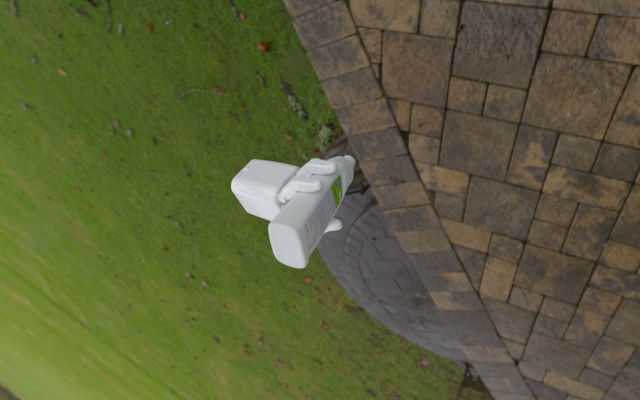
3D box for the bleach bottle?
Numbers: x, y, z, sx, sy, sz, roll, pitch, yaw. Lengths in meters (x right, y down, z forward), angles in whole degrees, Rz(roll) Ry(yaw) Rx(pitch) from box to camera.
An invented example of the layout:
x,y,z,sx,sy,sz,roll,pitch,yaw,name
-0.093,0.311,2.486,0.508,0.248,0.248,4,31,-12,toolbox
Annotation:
x,y,z,sx,sy,sz,roll,pitch,yaw,name
0.000,0.003,0.882,0.068,0.103,0.250,14,44,26,bleach bottle
